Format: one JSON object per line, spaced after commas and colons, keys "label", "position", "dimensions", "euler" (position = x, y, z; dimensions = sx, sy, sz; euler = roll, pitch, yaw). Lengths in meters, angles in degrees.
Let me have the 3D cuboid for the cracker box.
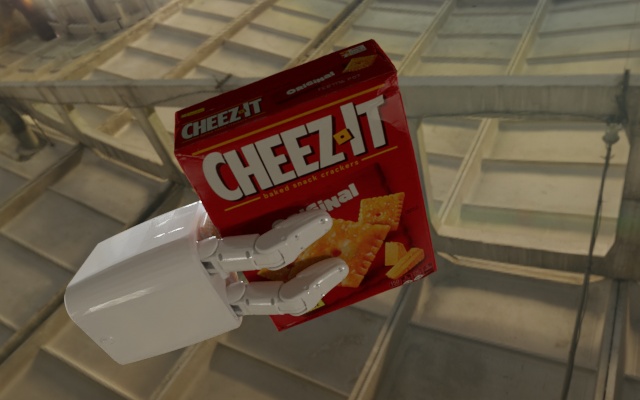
{"label": "cracker box", "position": [0.000, 0.001, 0.403], "dimensions": [0.164, 0.214, 0.072], "euler": [-20, 39, 1]}
